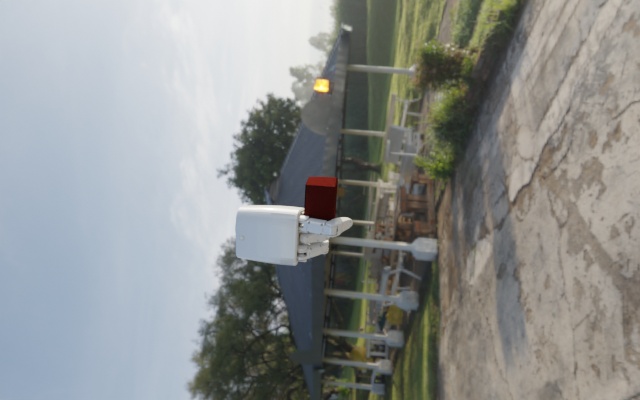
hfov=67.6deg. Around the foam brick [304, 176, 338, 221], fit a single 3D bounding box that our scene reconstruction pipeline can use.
[{"bbox_3d":[0.000,0.002,0.818,0.051,0.078,0.053,6,19,5],"label":"foam brick"}]
